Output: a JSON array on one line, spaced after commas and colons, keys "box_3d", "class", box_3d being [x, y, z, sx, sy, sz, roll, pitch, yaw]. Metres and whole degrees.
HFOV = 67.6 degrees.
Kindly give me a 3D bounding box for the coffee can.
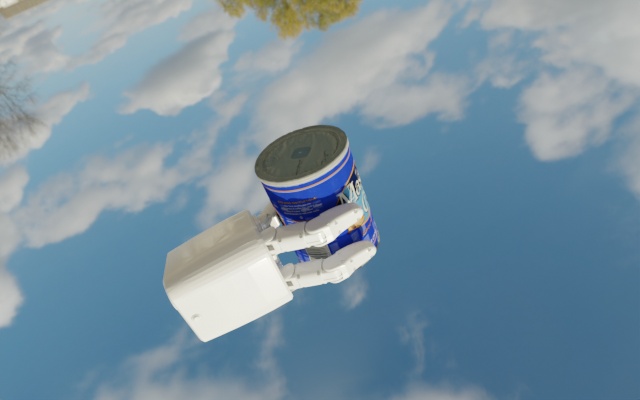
[{"box_3d": [0.000, 0.002, 0.536, 0.103, 0.140, 0.102, -15, 36, 11], "class": "coffee can"}]
